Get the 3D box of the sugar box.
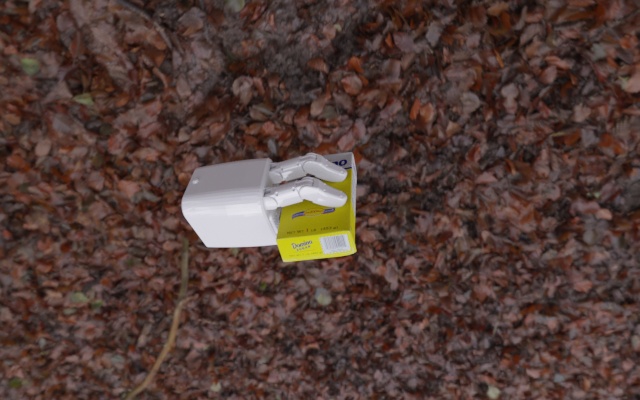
[{"bbox_3d":[0.000,0.002,0.637,0.093,0.048,0.176,-7,39,9],"label":"sugar box"}]
